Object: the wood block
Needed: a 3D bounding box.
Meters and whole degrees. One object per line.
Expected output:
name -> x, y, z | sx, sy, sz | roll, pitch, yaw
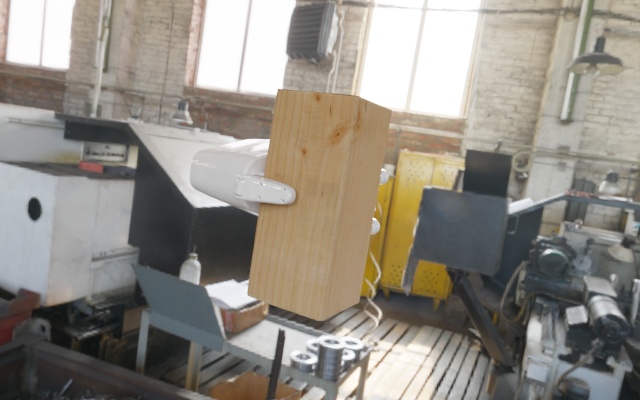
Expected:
wood block -> 0.000, 0.001, 0.482 | 0.090, 0.206, 0.091 | 12, 7, 28
